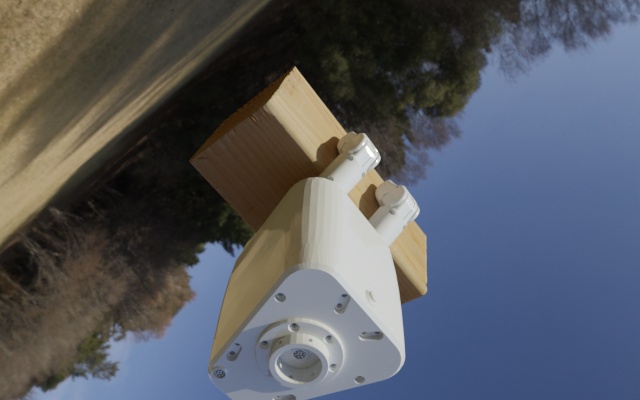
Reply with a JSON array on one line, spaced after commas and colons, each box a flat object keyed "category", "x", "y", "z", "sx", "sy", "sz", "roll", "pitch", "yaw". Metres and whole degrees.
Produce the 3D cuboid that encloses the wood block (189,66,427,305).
[{"category": "wood block", "x": 0.000, "y": 0.002, "z": 0.422, "sx": 0.091, "sy": 0.206, "sz": 0.090, "roll": -30, "pitch": 22, "yaw": 26}]
